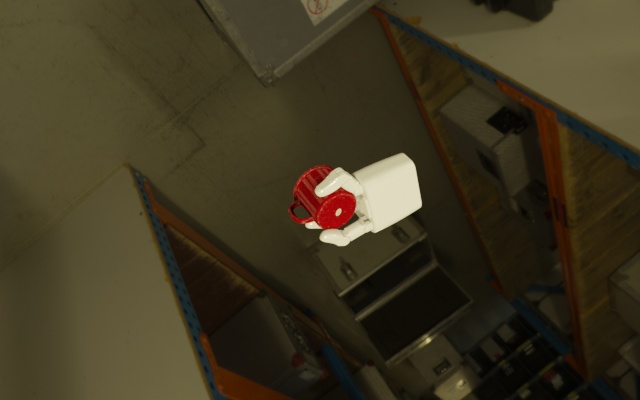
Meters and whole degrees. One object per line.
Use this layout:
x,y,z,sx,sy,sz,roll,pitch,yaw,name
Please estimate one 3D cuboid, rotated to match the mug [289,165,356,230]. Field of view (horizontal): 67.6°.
-0.001,0.003,0.842,0.117,0.093,0.081,-26,46,-14,mug
